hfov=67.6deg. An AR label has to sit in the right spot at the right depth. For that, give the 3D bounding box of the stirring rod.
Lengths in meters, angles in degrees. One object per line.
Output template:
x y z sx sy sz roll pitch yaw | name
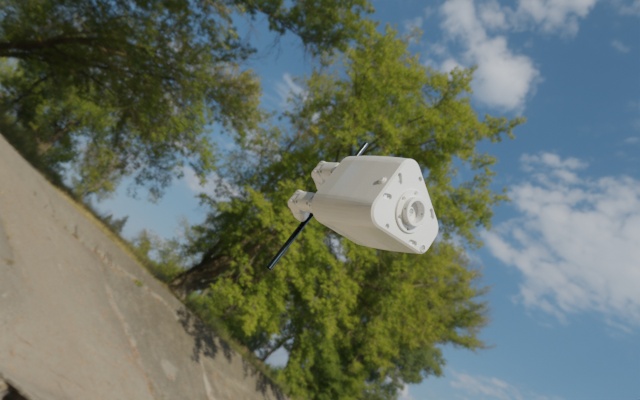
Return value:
0.000 0.002 0.679 0.011 0.239 0.011 32 -23 15 | stirring rod
